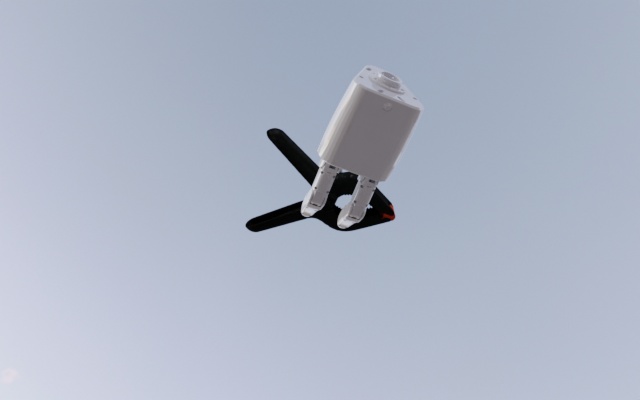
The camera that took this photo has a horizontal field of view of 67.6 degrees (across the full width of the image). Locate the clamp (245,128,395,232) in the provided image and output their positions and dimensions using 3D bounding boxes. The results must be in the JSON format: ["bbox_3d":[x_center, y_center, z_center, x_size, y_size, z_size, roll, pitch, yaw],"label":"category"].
[{"bbox_3d":[0.001,0.002,0.675,0.210,0.165,0.036,19,32,-11],"label":"clamp"}]
